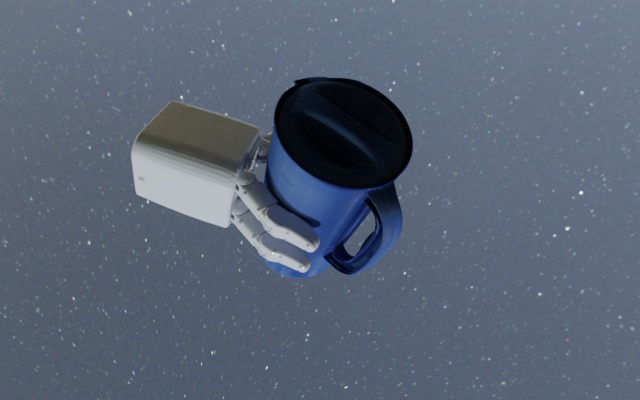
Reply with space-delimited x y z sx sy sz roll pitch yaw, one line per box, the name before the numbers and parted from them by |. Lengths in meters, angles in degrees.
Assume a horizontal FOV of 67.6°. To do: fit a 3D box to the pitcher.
pitcher | 0.000 0.002 0.526 0.145 0.149 0.243 20 -35 -3
